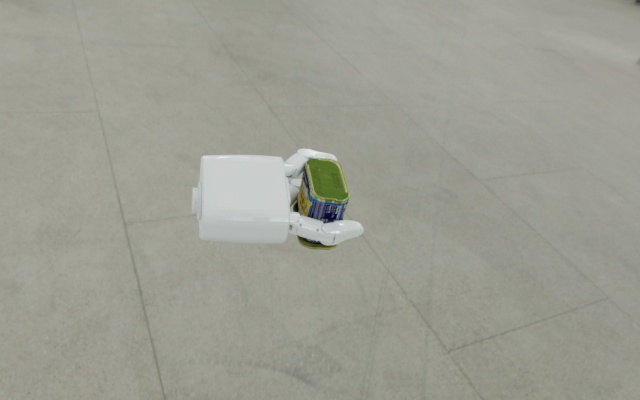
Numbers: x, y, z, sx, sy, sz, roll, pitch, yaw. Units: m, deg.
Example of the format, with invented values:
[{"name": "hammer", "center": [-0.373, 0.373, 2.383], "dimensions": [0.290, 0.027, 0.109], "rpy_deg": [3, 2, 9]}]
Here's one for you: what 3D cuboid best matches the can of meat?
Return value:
[{"name": "can of meat", "center": [0.000, 0.002, 0.652], "dimensions": [0.057, 0.084, 0.102], "rpy_deg": [4, 37, -14]}]
